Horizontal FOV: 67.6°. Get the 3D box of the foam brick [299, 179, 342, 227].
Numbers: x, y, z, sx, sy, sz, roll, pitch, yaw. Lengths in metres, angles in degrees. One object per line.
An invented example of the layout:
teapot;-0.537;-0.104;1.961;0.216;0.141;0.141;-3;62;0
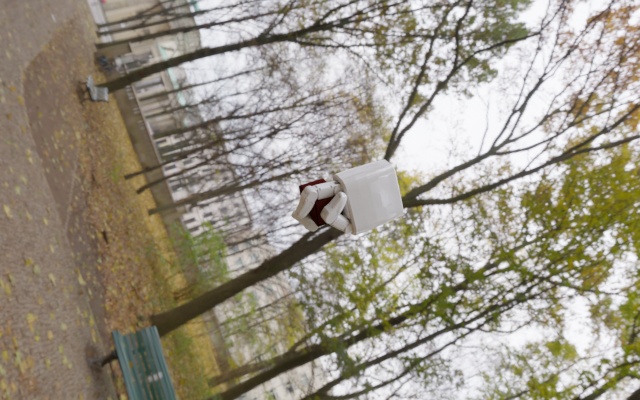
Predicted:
foam brick;0.000;0.003;0.888;0.051;0.053;0.078;-20;35;-16
